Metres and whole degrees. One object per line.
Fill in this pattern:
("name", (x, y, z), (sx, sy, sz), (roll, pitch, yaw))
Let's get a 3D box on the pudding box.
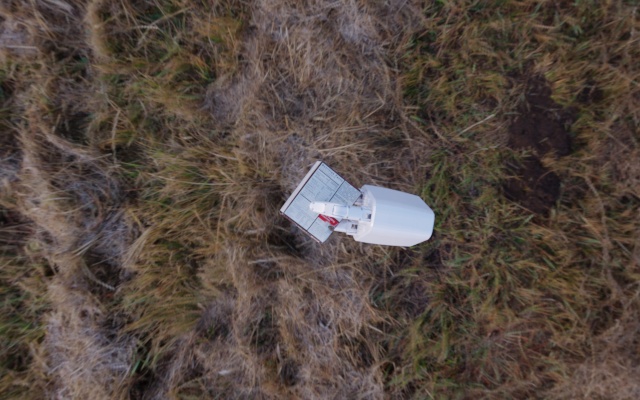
("pudding box", (0.000, 0.003, 0.797), (0.090, 0.113, 0.039), (38, -5, -12))
